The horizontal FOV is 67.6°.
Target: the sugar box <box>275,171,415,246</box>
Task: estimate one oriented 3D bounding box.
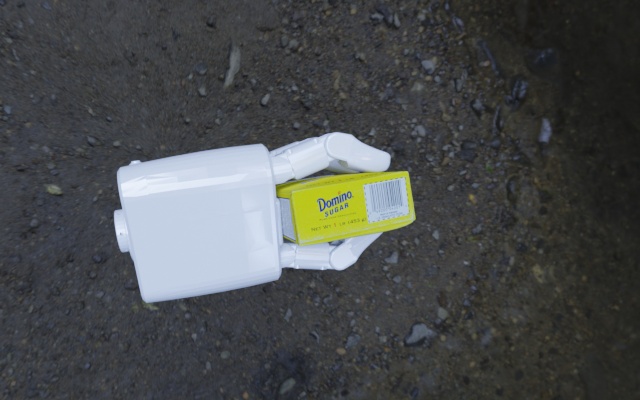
[{"bbox_3d":[0.000,0.001,0.420,0.093,0.048,0.176,-10,7,-17],"label":"sugar box"}]
